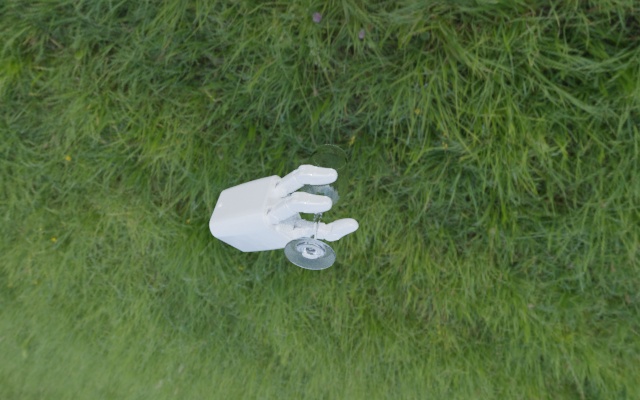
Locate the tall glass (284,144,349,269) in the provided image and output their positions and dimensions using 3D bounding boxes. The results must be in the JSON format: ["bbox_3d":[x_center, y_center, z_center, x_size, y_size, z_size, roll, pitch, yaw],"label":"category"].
[{"bbox_3d":[0.000,0.003,0.738,0.079,0.201,0.079,7,-40,6],"label":"tall glass"}]
